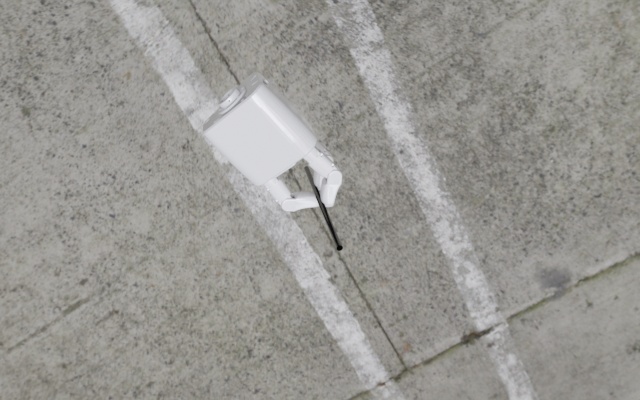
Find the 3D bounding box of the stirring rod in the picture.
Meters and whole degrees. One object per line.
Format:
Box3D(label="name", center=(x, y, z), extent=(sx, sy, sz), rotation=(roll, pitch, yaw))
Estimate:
Box3D(label="stirring rod", center=(0.000, 0.002, 0.676), extent=(0.011, 0.011, 0.239), rotation=(0, 27, -12))
